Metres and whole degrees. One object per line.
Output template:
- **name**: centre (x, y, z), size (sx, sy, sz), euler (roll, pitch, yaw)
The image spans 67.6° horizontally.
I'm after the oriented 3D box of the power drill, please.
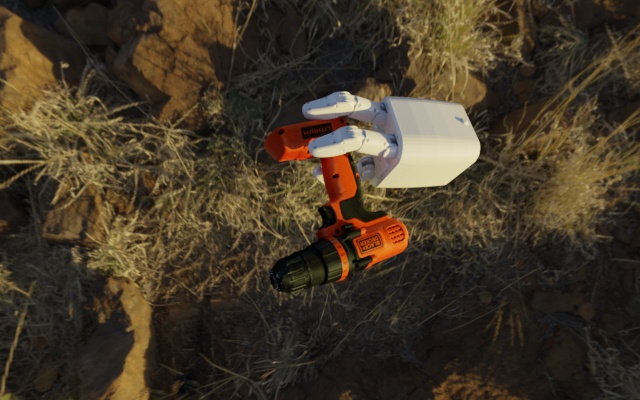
- **power drill**: centre (0.000, 0.001, 0.564), size (0.184, 0.187, 0.057), euler (-16, -9, -32)
